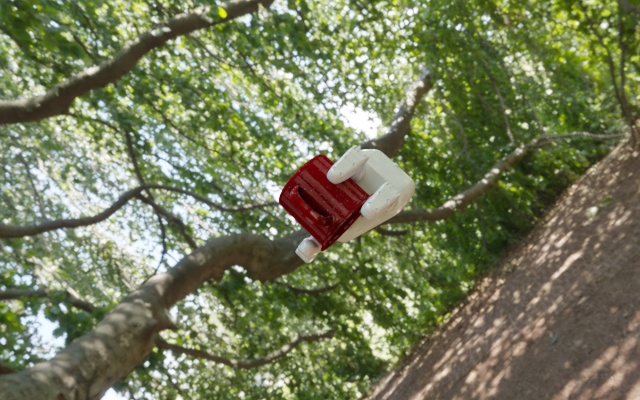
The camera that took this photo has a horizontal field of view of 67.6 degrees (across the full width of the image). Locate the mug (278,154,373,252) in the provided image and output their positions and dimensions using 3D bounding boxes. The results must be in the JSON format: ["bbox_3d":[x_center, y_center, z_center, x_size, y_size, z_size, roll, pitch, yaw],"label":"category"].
[{"bbox_3d":[-0.001,0.002,0.556,0.081,0.093,0.117,43,22,9],"label":"mug"}]
